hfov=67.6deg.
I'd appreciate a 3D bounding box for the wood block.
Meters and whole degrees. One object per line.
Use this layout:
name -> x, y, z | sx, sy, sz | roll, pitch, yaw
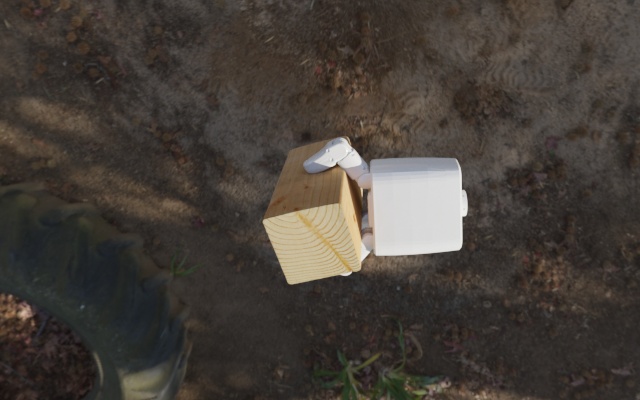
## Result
wood block -> 0.000, 0.002, 0.611 | 0.090, 0.091, 0.206 | -13, 25, 12
